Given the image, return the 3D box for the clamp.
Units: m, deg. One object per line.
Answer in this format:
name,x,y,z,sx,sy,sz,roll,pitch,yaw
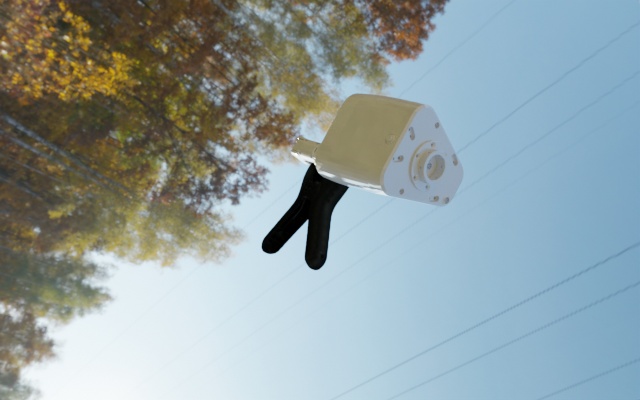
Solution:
clamp,0.001,0.002,0.555,0.039,0.171,0.120,32,-4,-37
